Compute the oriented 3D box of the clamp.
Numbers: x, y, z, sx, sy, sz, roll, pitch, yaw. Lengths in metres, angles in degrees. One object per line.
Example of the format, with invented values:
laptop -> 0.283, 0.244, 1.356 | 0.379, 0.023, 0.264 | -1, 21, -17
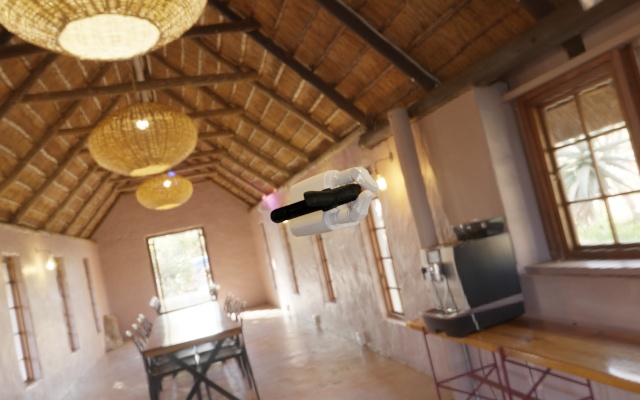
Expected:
clamp -> 0.000, 0.002, 0.808 | 0.120, 0.039, 0.171 | -17, -6, 44
